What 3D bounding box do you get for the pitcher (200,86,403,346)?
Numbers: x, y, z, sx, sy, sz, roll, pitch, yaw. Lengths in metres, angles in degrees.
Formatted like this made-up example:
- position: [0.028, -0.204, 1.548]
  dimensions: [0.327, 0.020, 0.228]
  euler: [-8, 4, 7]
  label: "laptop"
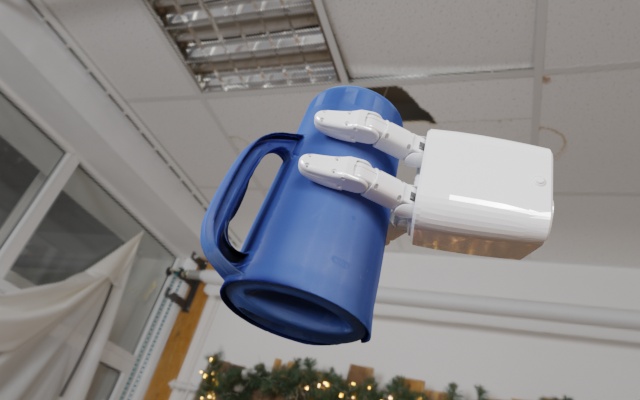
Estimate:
- position: [0.000, 0.002, 0.457]
  dimensions: [0.145, 0.242, 0.149]
  euler: [10, -33, 13]
  label: "pitcher"
